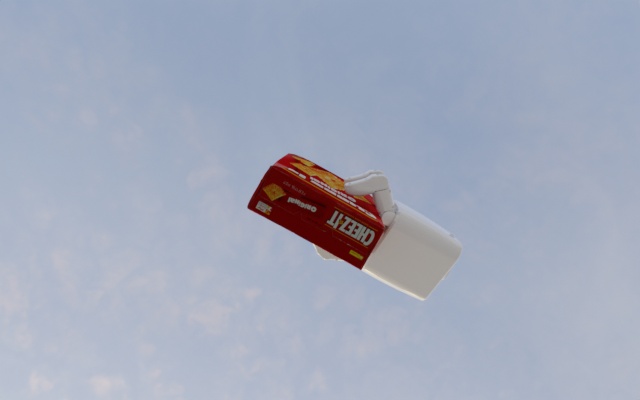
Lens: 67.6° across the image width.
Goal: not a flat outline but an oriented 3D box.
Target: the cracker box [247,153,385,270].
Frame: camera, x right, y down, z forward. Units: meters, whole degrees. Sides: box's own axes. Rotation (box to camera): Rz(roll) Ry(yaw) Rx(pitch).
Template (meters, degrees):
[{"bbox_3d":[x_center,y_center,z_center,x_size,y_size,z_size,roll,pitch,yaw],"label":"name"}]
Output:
[{"bbox_3d":[0.000,0.002,0.684,0.164,0.072,0.213,28,9,-3],"label":"cracker box"}]
